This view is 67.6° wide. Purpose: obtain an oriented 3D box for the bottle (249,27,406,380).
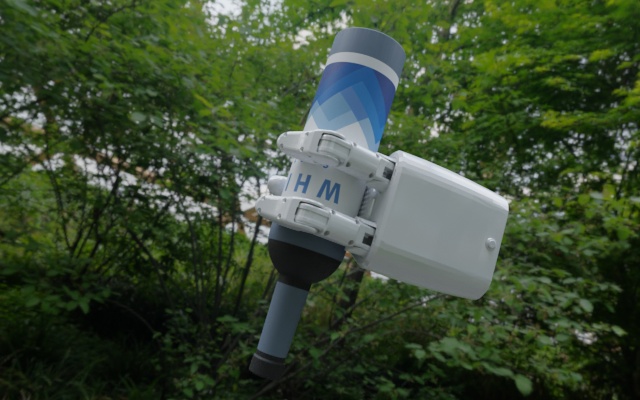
[{"bbox_3d":[0.000,0.001,0.406,0.069,0.295,0.069,17,-9,3],"label":"bottle"}]
